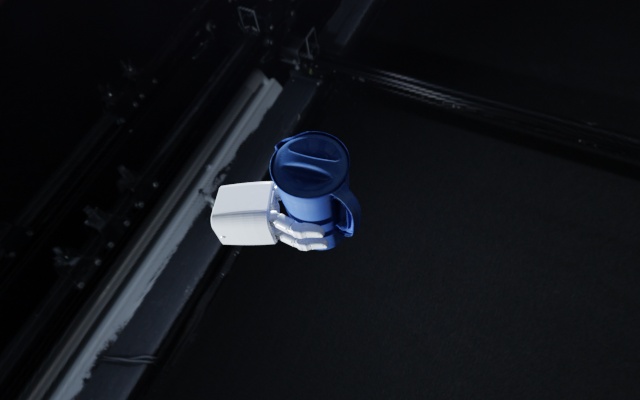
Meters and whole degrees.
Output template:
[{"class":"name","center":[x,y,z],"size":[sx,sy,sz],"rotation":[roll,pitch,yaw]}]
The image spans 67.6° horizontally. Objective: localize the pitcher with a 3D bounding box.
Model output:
[{"class":"pitcher","center":[0.000,0.003,0.876],"size":[0.145,0.149,0.243],"rotation":[-4,-30,5]}]
